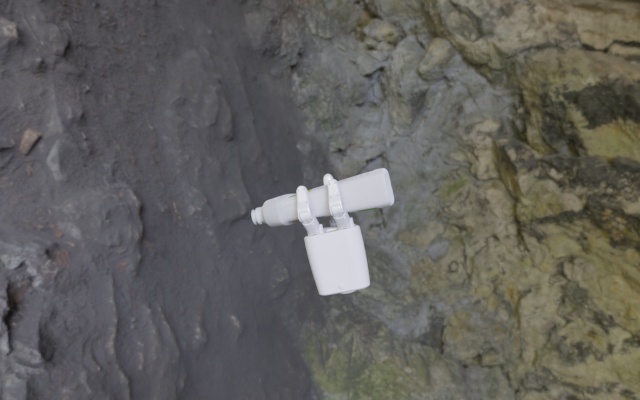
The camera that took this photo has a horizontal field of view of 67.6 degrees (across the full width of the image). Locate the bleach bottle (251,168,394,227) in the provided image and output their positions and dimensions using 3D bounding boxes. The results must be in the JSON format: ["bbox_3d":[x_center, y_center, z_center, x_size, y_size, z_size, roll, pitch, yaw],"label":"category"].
[{"bbox_3d":[0.000,0.003,0.853,0.251,0.068,0.102,-13,1,13],"label":"bleach bottle"}]
